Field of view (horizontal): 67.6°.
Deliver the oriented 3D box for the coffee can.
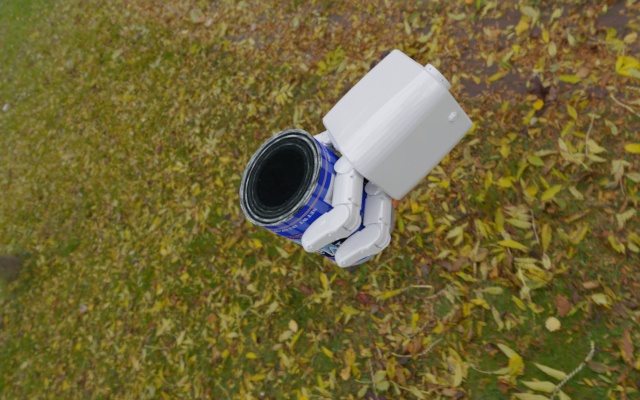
[{"bbox_3d":[0.000,0.002,0.508,0.103,0.102,0.140,0,-21,39],"label":"coffee can"}]
